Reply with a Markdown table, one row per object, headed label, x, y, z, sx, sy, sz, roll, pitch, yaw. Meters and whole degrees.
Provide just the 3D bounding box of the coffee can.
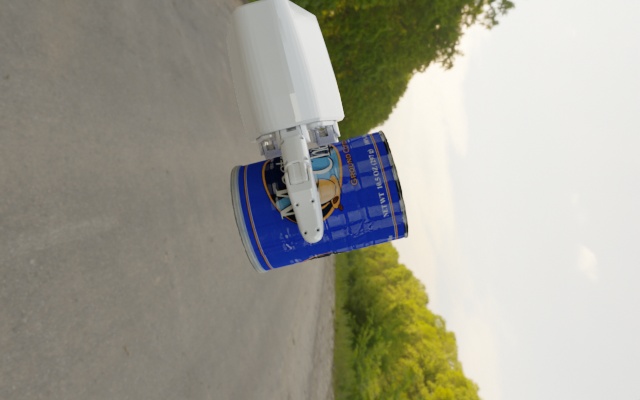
| label | x | y | z | sx | sy | sz | roll | pitch | yaw |
| --- | --- | --- | --- | --- | --- | --- | --- | --- | --- |
| coffee can | 0.000 | 0.002 | 0.443 | 0.140 | 0.103 | 0.103 | -14 | -1 | 3 |
